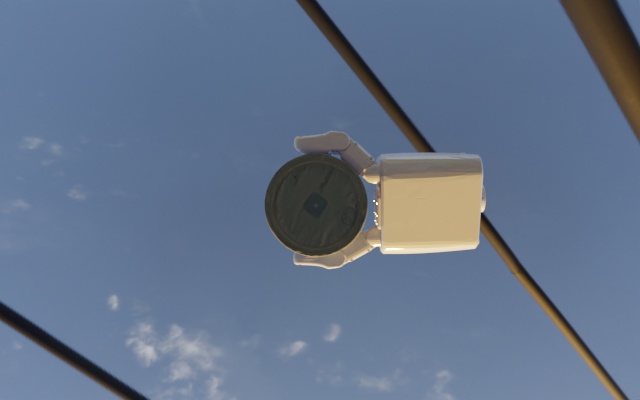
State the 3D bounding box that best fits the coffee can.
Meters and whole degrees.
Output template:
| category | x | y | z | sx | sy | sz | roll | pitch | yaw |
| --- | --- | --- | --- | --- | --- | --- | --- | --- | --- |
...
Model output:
| category | x | y | z | sx | sy | sz | roll | pitch | yaw |
| --- | --- | --- | --- | --- | --- | --- | --- | --- | --- |
| coffee can | 0.000 | 0.002 | 0.539 | 0.103 | 0.103 | 0.140 | 0 | 3 | 4 |
